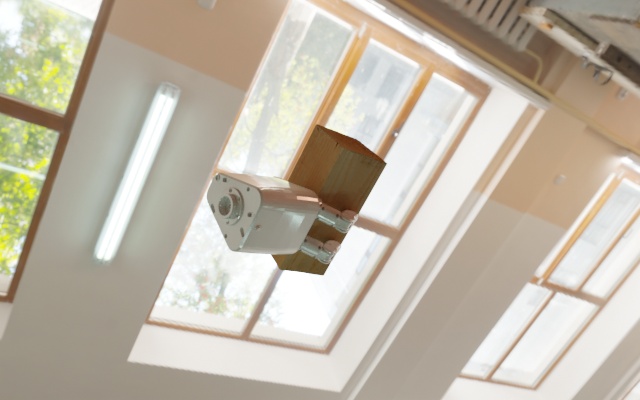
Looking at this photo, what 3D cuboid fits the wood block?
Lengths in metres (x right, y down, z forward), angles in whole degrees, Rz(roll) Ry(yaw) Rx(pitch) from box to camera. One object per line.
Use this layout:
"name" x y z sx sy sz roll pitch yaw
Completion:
"wood block" 0.000 0.002 0.732 0.090 0.206 0.090 14 23 -38
